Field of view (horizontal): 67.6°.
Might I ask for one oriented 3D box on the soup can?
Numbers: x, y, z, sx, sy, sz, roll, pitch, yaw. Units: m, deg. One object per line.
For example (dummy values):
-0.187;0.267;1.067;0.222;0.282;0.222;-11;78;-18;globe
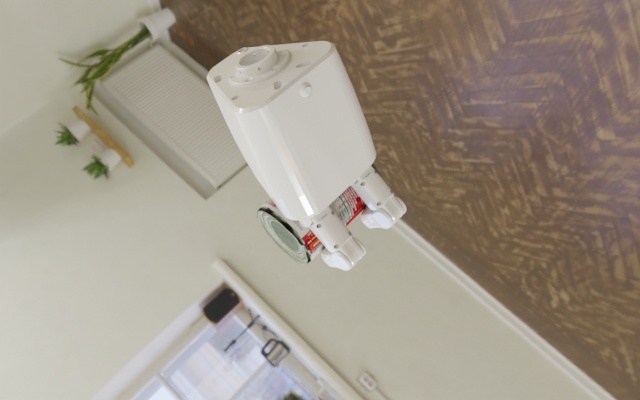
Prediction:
0.000;0.002;0.444;0.102;0.068;0.068;-43;18;-21;soup can
